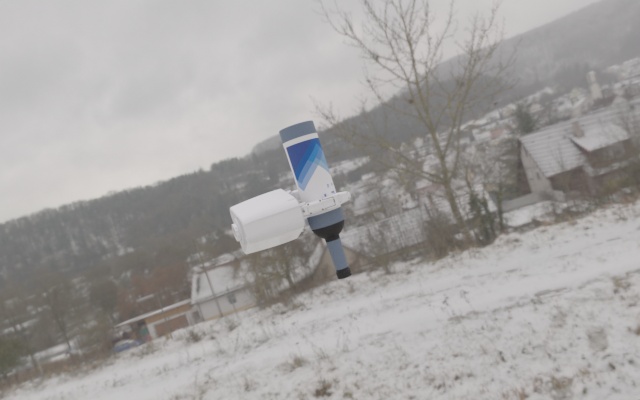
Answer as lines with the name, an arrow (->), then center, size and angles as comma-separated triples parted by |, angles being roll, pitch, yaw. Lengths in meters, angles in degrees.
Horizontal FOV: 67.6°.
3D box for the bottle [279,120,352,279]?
bottle -> 0.000, 0.003, 0.886 | 0.069, 0.296, 0.069 | -18, 3, 1
